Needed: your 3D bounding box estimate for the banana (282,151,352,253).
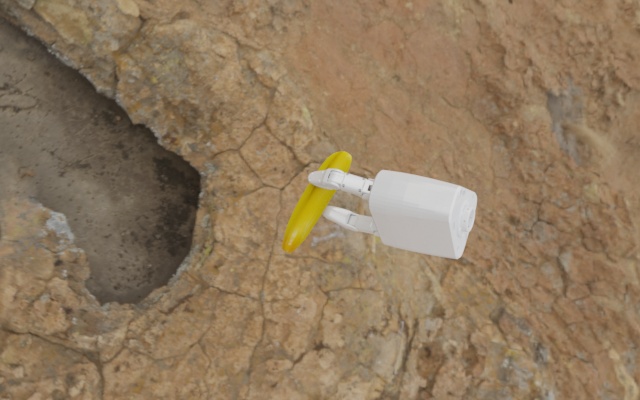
[{"bbox_3d":[0.003,-0.012,0.688,0.037,0.197,0.070,24,-36,14],"label":"banana"}]
